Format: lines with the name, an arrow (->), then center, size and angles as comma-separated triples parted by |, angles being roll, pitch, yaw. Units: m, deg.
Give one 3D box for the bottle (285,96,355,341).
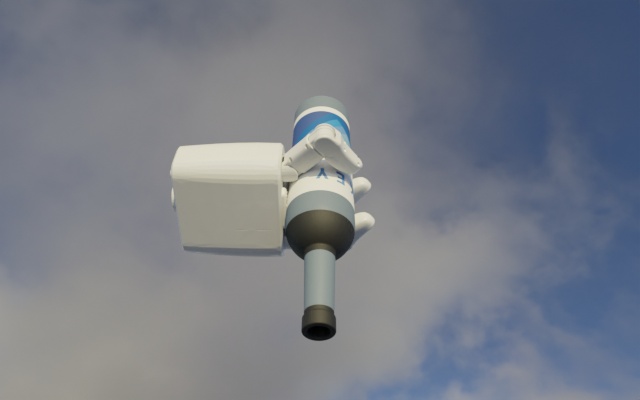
bottle -> 0.000, 0.001, 0.478 | 0.069, 0.069, 0.295 | 0, 44, 1
